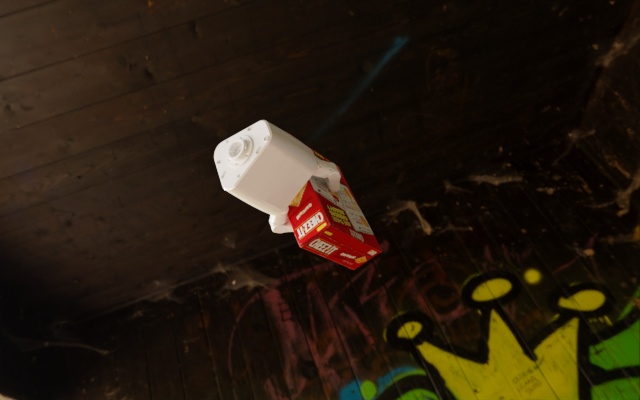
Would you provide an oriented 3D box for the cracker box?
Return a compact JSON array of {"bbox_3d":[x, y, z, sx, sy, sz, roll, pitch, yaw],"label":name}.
[{"bbox_3d":[0.000,0.002,0.833,0.072,0.213,0.164,-38,-38,19],"label":"cracker box"}]
